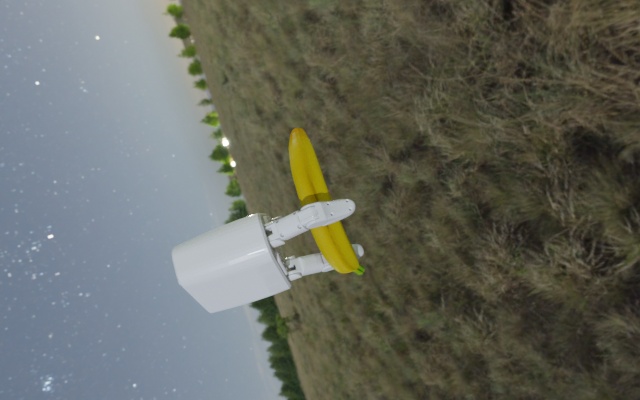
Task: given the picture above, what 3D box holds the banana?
[{"bbox_3d":[-0.001,0.006,0.561,0.037,0.198,0.069,-22,2,7],"label":"banana"}]
